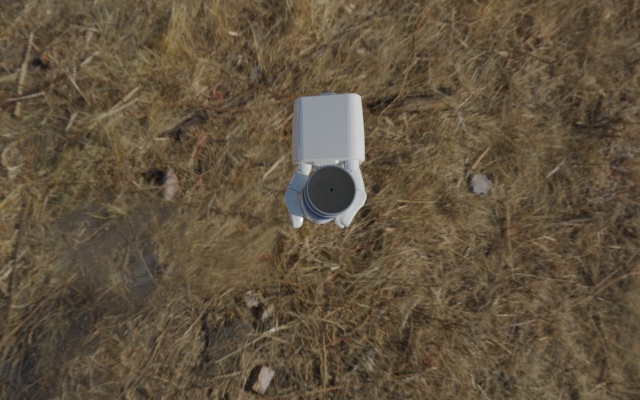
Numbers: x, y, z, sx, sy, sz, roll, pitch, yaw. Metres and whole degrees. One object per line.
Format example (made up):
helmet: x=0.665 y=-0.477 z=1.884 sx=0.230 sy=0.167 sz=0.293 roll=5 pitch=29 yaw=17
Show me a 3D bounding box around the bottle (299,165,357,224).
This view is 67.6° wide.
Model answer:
bottle: x=0.000 y=0.003 z=0.763 sx=0.069 sy=0.069 sz=0.296 roll=0 pitch=-6 yaw=-6
